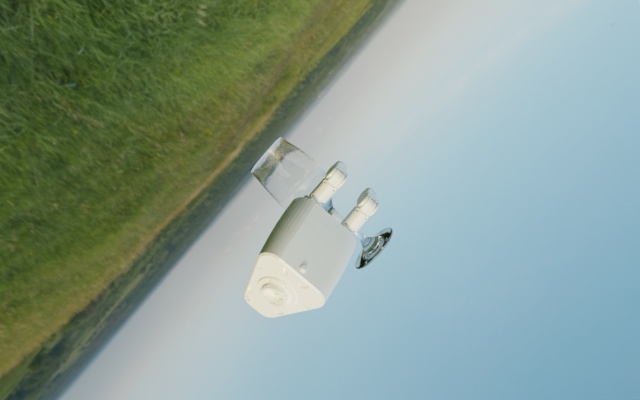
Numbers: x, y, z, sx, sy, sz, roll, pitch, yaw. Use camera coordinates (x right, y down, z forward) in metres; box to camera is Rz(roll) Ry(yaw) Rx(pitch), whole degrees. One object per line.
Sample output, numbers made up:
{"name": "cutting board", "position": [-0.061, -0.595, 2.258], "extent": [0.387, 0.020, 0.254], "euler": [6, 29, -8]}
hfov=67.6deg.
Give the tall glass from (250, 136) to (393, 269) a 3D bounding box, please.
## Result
{"name": "tall glass", "position": [0.001, 0.003, 0.649], "extent": [0.201, 0.079, 0.079], "euler": [41, -7, -8]}
